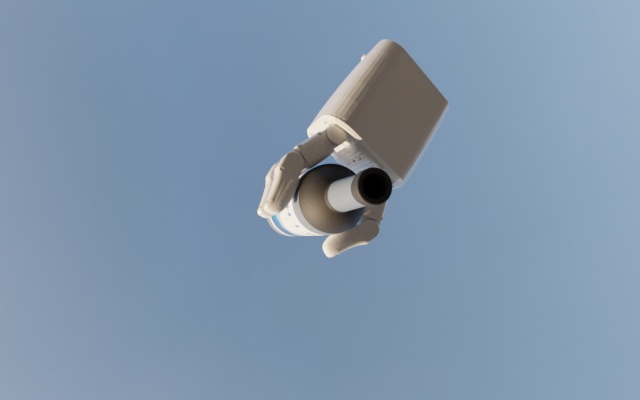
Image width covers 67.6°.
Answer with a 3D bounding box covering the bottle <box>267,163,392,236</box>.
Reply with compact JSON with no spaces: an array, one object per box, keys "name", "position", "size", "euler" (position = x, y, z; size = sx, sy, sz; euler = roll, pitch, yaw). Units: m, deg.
[{"name":"bottle","position":[0.000,0.002,0.479],"size":[0.069,0.069,0.296],"euler":[0,-5,-15]}]
